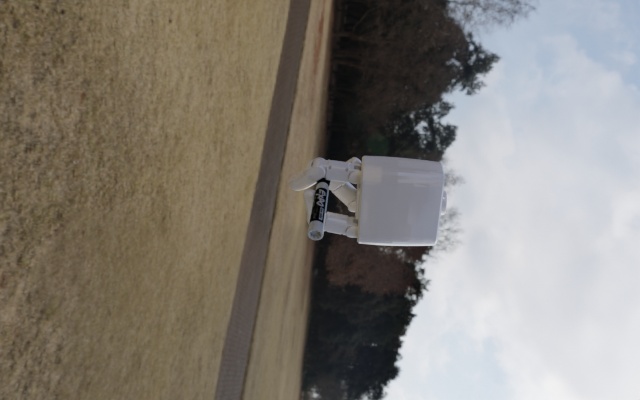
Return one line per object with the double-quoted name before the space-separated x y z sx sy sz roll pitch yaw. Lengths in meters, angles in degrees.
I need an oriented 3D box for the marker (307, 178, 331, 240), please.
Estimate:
"marker" 0.000 0.002 0.602 0.020 0.020 0.121 0 39 8
